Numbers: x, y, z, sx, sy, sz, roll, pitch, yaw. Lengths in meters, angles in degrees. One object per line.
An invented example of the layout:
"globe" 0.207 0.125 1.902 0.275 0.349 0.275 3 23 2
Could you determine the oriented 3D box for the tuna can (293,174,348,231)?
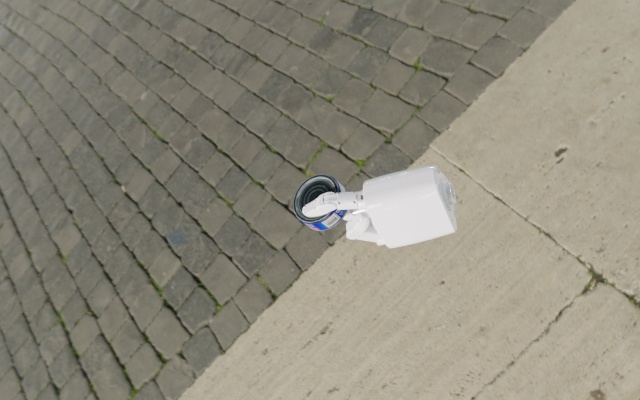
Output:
"tuna can" 0.000 0.002 0.751 0.086 0.086 0.034 0 -23 33
